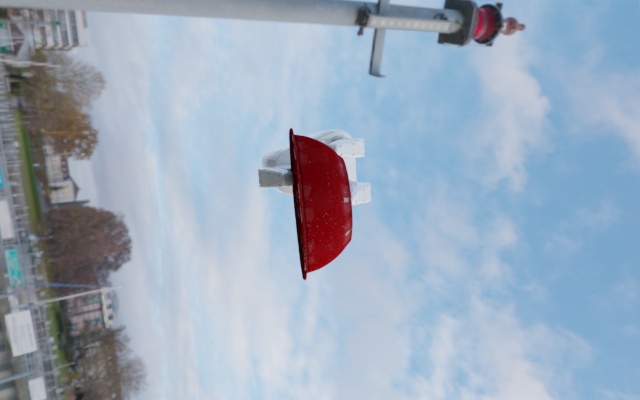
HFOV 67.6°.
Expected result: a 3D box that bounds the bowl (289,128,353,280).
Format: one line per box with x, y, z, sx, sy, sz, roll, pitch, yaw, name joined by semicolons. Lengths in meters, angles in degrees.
0.001;0.002;0.509;0.055;0.162;0.162;-5;0;-4;bowl
